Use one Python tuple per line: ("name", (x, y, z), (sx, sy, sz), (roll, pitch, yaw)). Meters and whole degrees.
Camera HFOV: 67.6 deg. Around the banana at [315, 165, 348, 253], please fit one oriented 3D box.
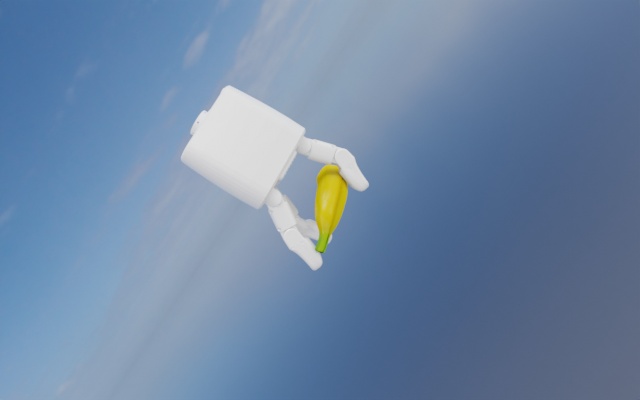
("banana", (0.009, -0.011, 0.619), (0.037, 0.070, 0.197), (28, 23, -9))
